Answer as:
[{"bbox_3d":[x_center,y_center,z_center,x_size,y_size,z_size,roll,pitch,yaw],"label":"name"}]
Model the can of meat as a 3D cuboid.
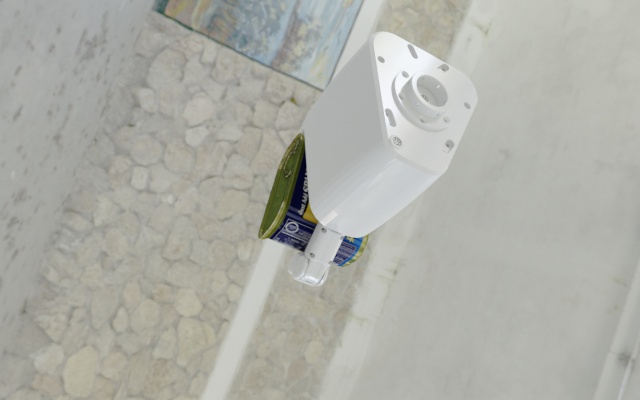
[{"bbox_3d":[0.000,0.002,0.436,0.084,0.102,0.057,23,-35,-15],"label":"can of meat"}]
